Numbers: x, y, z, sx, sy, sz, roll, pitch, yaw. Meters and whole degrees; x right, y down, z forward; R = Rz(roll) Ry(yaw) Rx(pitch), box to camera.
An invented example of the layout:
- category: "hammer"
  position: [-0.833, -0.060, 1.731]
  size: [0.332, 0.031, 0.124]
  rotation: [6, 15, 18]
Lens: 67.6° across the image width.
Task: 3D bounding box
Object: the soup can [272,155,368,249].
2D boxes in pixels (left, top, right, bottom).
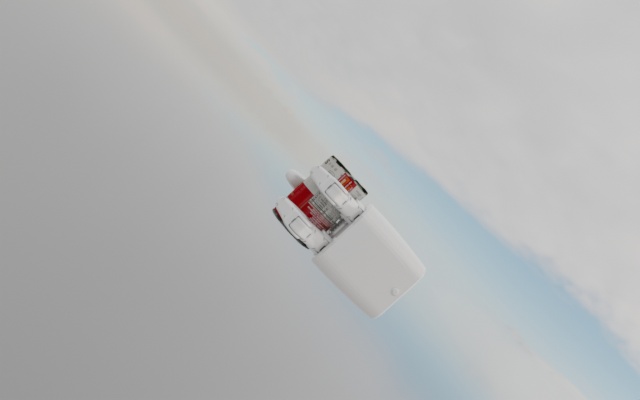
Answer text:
- category: "soup can"
  position: [0.000, 0.001, 0.592]
  size: [0.102, 0.068, 0.068]
  rotation: [-43, -3, 3]
